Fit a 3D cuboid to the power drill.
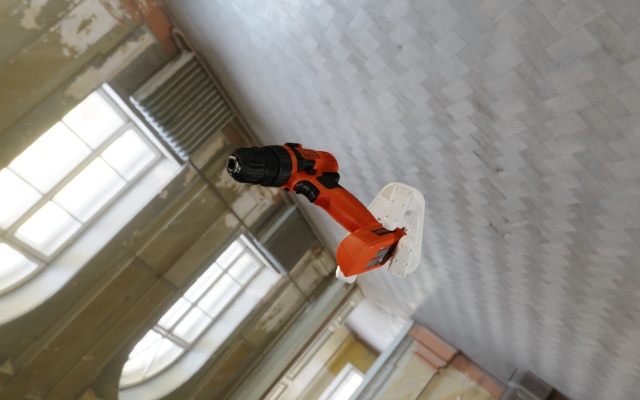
[{"bbox_3d":[0.001,0.002,0.560,0.187,0.057,0.184,48,29,24],"label":"power drill"}]
